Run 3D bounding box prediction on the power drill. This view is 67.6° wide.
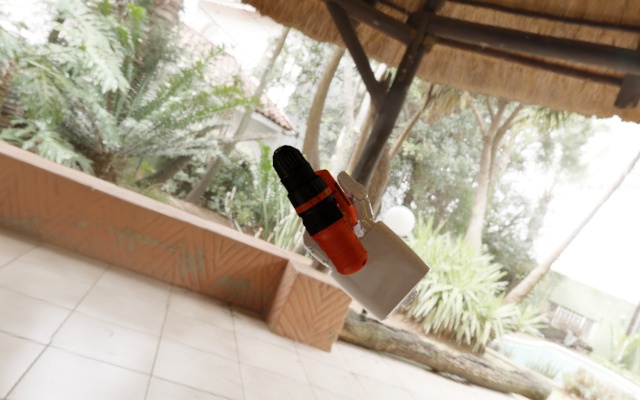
[{"bbox_3d":[0.000,0.002,0.668,0.057,0.184,0.187,-30,6,8],"label":"power drill"}]
